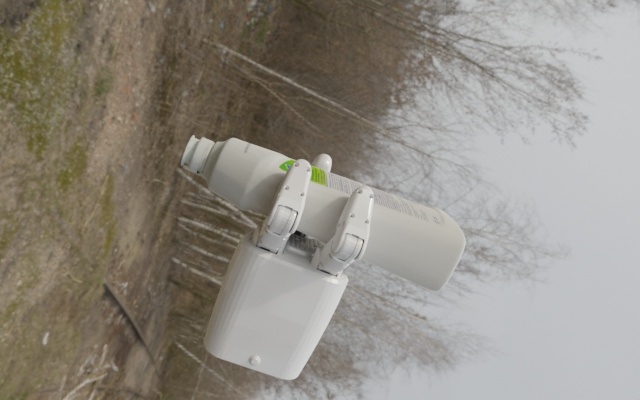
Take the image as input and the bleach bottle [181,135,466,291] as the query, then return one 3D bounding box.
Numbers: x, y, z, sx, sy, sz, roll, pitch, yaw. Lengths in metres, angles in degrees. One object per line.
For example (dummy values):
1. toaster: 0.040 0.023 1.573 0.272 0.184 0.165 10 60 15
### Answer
1. bleach bottle: 0.000 0.001 0.436 0.251 0.068 0.102 22 12 -9
